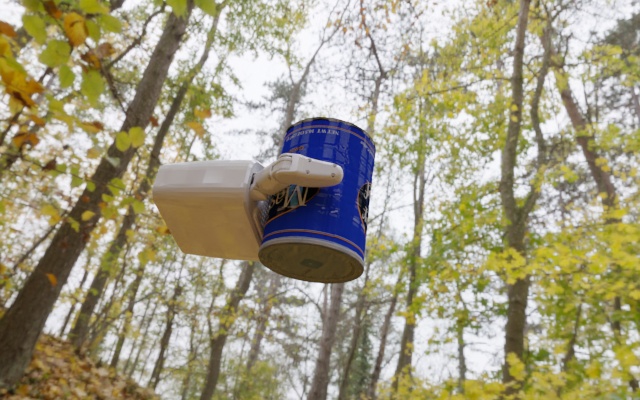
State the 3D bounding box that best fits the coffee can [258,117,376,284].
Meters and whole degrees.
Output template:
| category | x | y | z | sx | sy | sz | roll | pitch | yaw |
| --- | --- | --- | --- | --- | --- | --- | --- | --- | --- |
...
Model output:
| category | x | y | z | sx | sy | sz | roll | pitch | yaw |
| --- | --- | --- | --- | --- | --- | --- | --- | --- | --- |
| coffee can | 0.000 | 0.002 | 0.489 | 0.103 | 0.140 | 0.103 | 7 | -28 | 4 |
